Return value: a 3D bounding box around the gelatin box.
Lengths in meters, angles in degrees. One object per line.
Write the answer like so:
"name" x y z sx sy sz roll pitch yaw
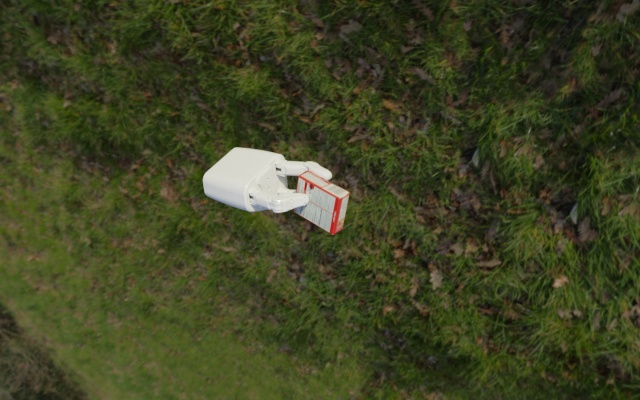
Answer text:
"gelatin box" 0.000 0.003 0.776 0.089 0.073 0.030 30 38 28
